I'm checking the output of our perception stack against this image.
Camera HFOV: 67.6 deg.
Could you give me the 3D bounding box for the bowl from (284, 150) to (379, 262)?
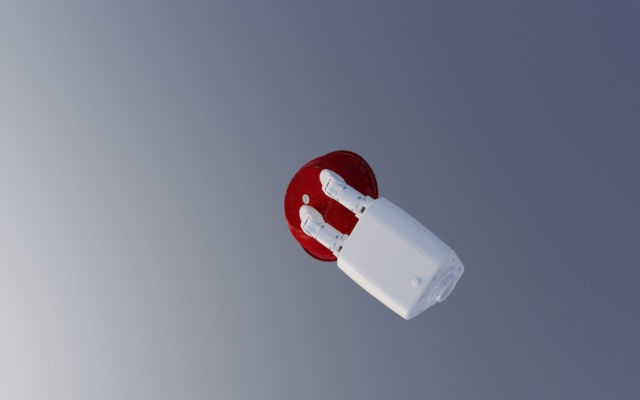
[{"bbox_3d":[-0.001,0.002,0.661,0.162,0.162,0.055,0,-11,44],"label":"bowl"}]
